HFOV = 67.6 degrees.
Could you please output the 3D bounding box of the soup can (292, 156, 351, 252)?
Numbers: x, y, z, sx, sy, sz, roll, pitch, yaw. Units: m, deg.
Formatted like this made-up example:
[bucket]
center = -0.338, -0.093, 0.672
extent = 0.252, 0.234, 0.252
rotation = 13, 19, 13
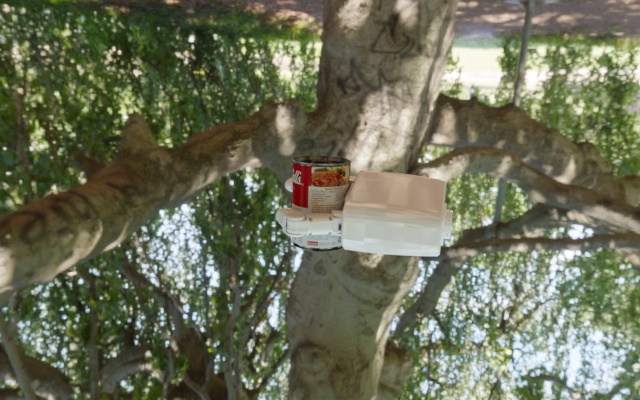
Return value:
[soup can]
center = 0.000, 0.002, 0.565
extent = 0.068, 0.102, 0.068
rotation = 2, 13, 0
